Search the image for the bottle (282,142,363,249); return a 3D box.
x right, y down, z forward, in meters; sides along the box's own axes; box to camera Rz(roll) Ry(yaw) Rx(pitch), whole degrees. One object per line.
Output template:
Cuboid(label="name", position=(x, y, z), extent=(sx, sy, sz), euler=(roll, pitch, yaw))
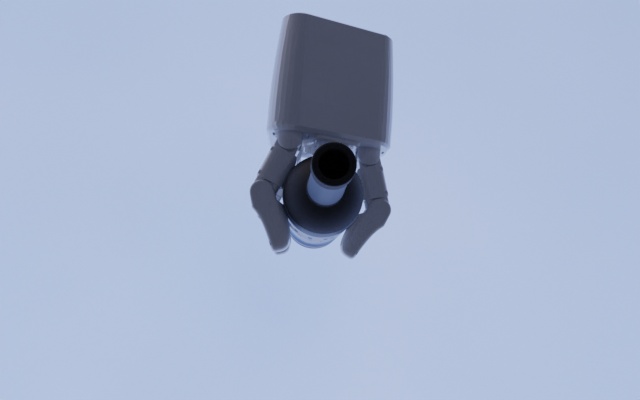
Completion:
Cuboid(label="bottle", position=(0.000, 0.002, 0.427), extent=(0.069, 0.069, 0.296), euler=(0, -9, -3))
